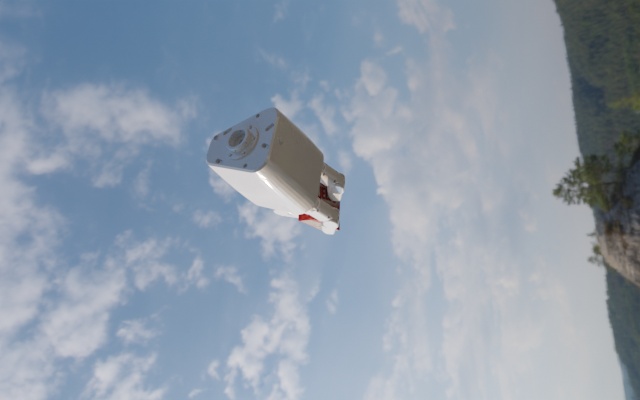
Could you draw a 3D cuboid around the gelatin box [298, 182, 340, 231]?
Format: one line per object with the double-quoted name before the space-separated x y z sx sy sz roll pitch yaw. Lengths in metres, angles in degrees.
"gelatin box" 0.000 0.002 0.713 0.030 0.073 0.089 -6 -17 26
